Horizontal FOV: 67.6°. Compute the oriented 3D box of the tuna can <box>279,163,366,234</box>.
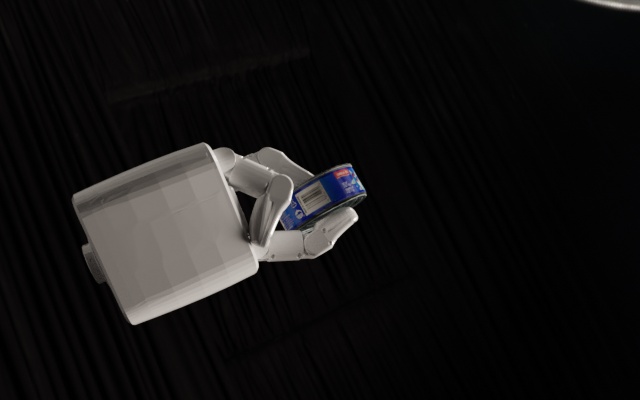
[{"bbox_3d":[0.000,0.002,0.453,0.086,0.033,0.086,-29,-9,-5],"label":"tuna can"}]
